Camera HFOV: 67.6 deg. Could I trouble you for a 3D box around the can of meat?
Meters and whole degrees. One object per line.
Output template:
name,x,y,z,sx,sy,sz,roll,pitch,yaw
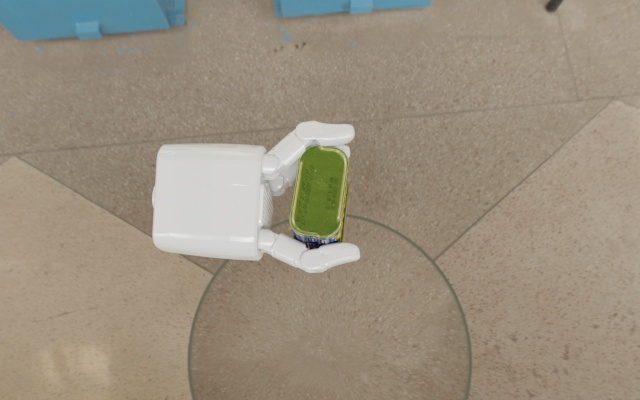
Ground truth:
can of meat,0.000,0.002,0.509,0.057,0.102,0.084,7,-17,4
